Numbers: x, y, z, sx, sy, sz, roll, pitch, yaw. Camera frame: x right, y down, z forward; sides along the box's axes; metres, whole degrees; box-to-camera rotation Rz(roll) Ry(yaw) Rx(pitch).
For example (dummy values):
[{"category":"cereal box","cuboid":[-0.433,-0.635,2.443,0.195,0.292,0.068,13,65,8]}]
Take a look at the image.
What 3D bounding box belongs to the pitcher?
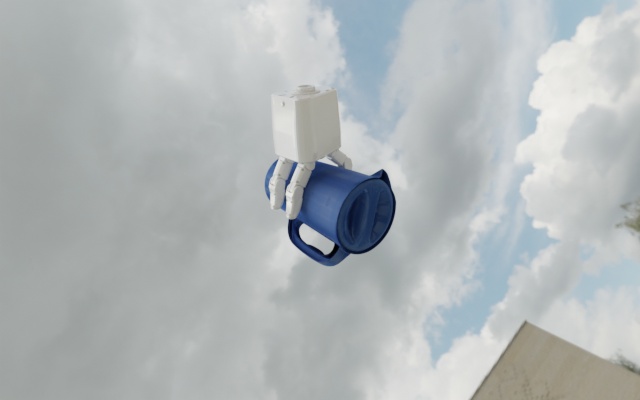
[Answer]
[{"category":"pitcher","cuboid":[0.000,0.003,0.856,0.149,0.145,0.242,-23,30,-33]}]
